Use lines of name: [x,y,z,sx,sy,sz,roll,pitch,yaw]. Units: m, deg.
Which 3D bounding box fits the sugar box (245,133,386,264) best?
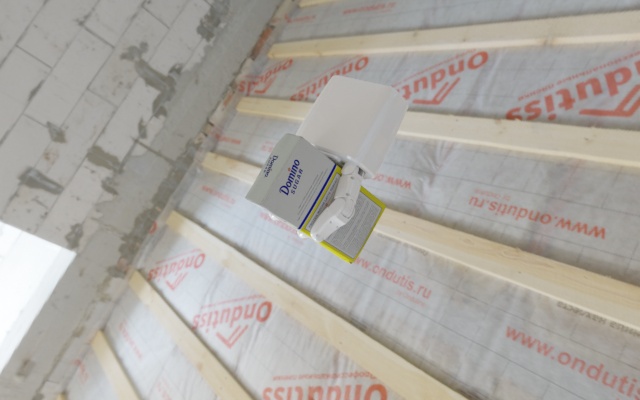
sugar box: [0.000,0.002,0.592,0.176,0.093,0.048,36,-9,-37]
